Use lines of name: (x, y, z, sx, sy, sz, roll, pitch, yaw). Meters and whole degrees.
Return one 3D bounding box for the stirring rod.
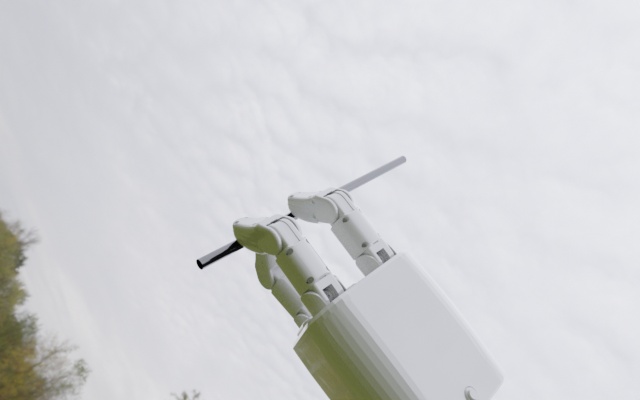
stirring rod: (0.000, 0.001, 0.403, 0.239, 0.011, 0.011, -27, 18, -39)
